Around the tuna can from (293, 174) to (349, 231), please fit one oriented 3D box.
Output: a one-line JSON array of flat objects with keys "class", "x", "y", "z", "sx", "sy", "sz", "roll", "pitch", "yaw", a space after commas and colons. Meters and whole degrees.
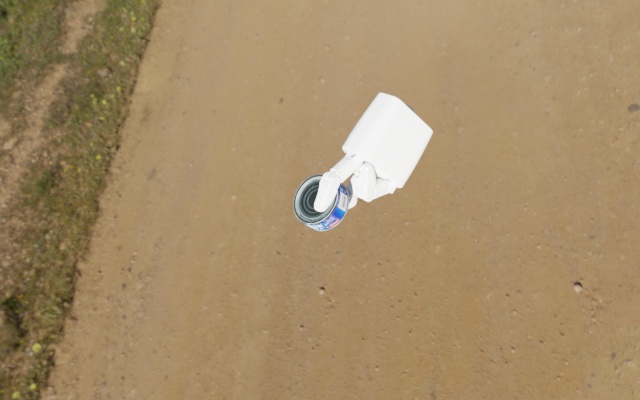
[{"class": "tuna can", "x": 0.000, "y": 0.002, "z": 0.746, "sx": 0.086, "sy": 0.086, "sz": 0.034, "roll": 0, "pitch": -19, "yaw": 34}]
